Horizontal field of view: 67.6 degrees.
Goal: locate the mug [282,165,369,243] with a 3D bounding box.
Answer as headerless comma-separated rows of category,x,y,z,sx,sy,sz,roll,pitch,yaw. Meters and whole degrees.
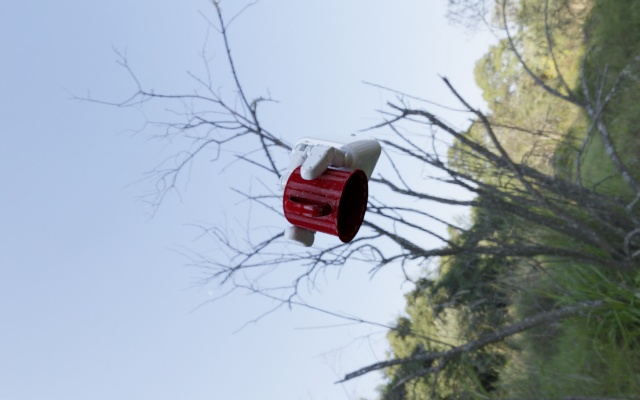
mug,-0.001,0.002,0.590,0.081,0.093,0.117,12,17,26
